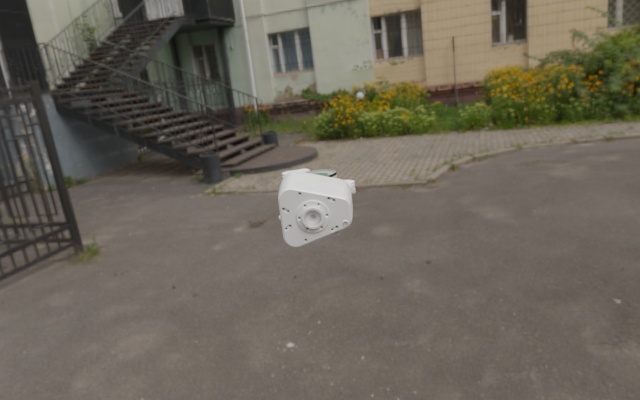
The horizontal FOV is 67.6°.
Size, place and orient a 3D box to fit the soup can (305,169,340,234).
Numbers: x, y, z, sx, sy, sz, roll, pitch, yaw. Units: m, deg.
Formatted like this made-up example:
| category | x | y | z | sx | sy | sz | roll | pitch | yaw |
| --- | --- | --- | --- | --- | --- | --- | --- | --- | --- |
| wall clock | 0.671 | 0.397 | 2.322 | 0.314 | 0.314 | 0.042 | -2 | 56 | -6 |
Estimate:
| category | x | y | z | sx | sy | sz | roll | pitch | yaw |
| --- | --- | --- | --- | --- | --- | --- | --- | --- | --- |
| soup can | 0.000 | 0.002 | 0.829 | 0.068 | 0.102 | 0.068 | -6 | 15 | 2 |
